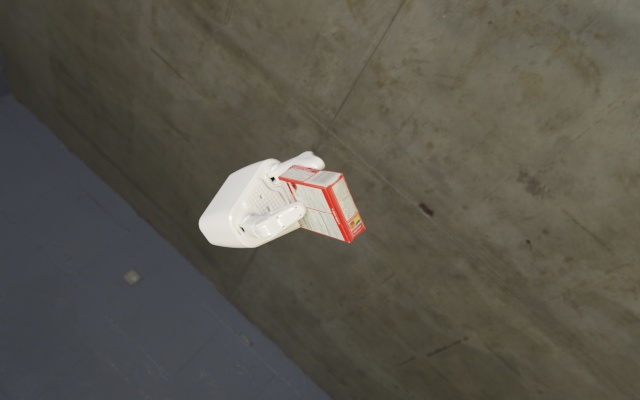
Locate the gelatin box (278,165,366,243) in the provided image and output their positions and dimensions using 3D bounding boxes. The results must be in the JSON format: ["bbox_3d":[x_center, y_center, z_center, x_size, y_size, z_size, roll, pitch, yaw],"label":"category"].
[{"bbox_3d":[0.000,0.002,0.524,0.030,0.073,0.089,-40,32,-26],"label":"gelatin box"}]
